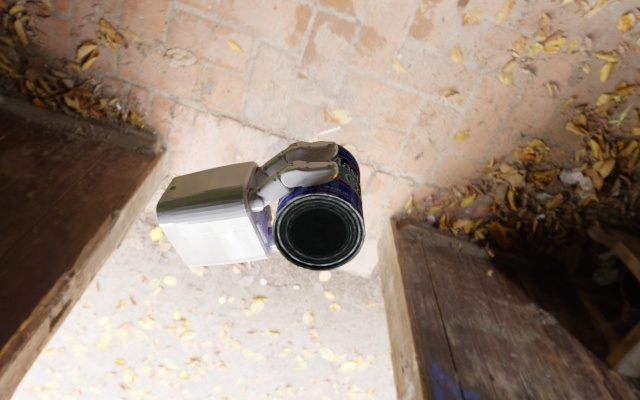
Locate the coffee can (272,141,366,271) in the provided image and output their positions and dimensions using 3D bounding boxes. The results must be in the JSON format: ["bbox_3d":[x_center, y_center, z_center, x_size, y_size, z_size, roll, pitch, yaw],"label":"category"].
[{"bbox_3d":[0.000,0.002,0.578,0.103,0.103,0.140,0,30,2],"label":"coffee can"}]
